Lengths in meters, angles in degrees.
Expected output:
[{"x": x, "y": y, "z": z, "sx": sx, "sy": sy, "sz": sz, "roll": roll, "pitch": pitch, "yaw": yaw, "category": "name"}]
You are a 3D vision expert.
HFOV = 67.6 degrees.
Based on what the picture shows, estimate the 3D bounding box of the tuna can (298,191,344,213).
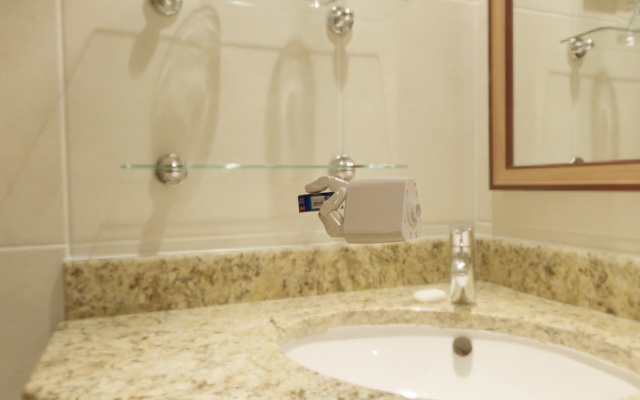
[{"x": 0.000, "y": 0.002, "z": 0.894, "sx": 0.086, "sy": 0.034, "sz": 0.086, "roll": -6, "pitch": -1, "yaw": 0, "category": "tuna can"}]
